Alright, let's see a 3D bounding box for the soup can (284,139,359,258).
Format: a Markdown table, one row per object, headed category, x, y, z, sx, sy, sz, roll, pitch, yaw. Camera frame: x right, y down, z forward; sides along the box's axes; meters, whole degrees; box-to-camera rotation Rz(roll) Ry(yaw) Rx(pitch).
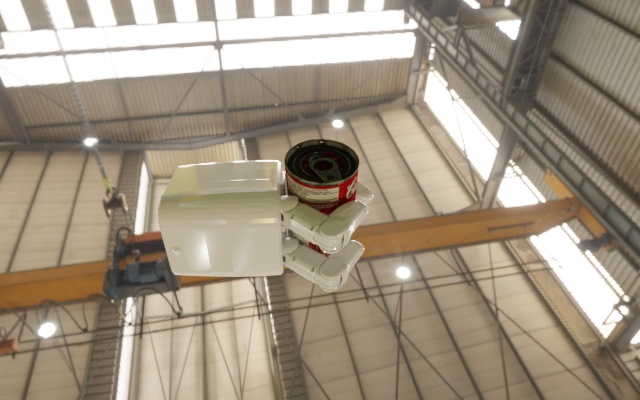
| category | x | y | z | sx | sy | sz | roll | pitch | yaw |
| --- | --- | --- | --- | --- | --- | --- | --- | --- | --- |
| soup can | 0.001 | 0.002 | 0.464 | 0.068 | 0.102 | 0.068 | 1 | 41 | -1 |
